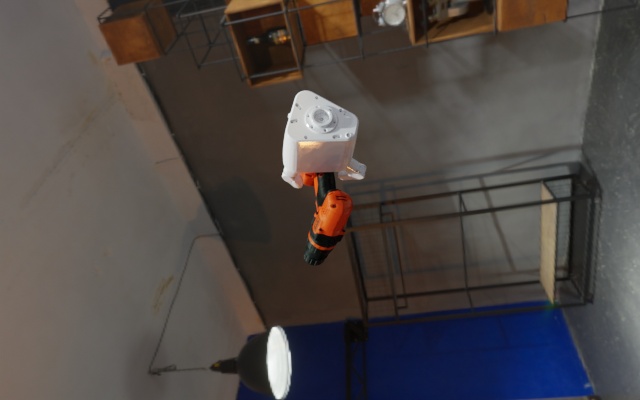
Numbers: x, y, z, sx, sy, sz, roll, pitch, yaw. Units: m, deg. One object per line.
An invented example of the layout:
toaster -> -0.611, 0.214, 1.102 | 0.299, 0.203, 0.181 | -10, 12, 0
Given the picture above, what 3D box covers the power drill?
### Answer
power drill -> 0.000, 0.002, 0.867 | 0.057, 0.187, 0.185 | 4, -40, -20
